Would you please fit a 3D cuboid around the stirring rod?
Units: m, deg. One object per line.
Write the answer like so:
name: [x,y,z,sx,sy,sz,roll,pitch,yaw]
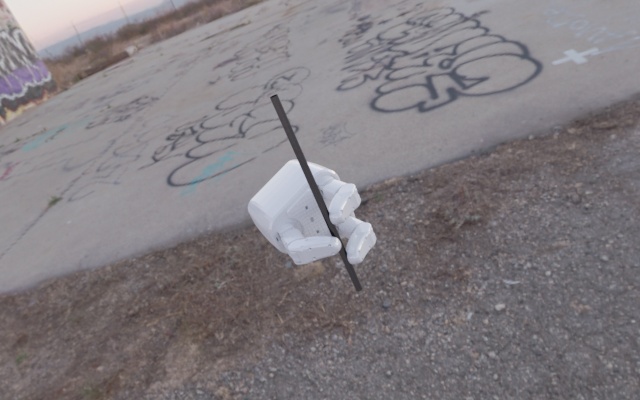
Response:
stirring rod: [0.000,0.002,0.501,0.011,0.240,0.011,-20,24,9]
